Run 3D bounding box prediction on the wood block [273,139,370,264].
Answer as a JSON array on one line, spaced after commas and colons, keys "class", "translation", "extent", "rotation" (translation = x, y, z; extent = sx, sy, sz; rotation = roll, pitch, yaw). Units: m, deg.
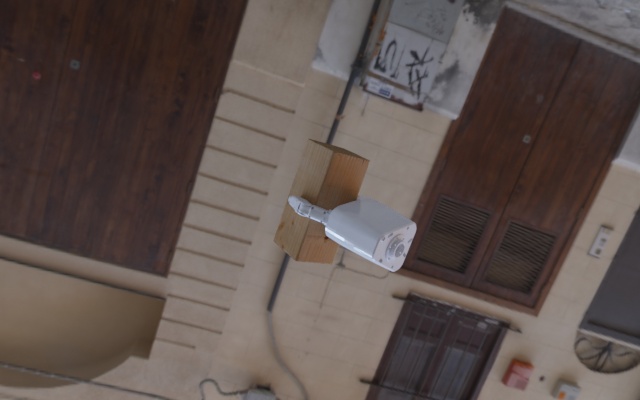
[{"class": "wood block", "translation": [0.000, 0.003, 0.879], "extent": [0.091, 0.206, 0.090], "rotation": [11, 14, -38]}]
